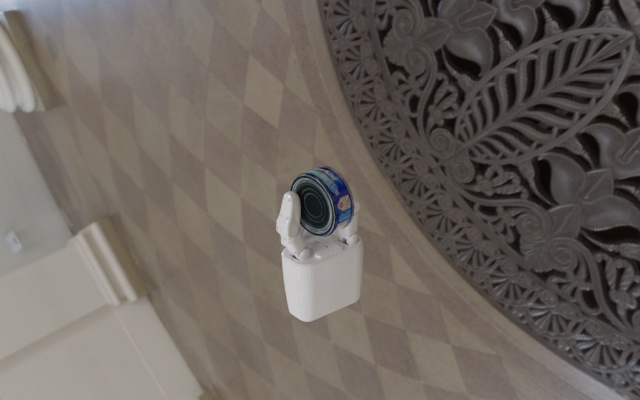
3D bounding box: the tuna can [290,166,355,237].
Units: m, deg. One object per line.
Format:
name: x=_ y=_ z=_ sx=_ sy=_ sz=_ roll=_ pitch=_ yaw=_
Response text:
tuna can: x=0.000 y=0.002 z=0.602 sx=0.033 sy=0.086 sz=0.086 roll=-24 pitch=15 yaw=-38
